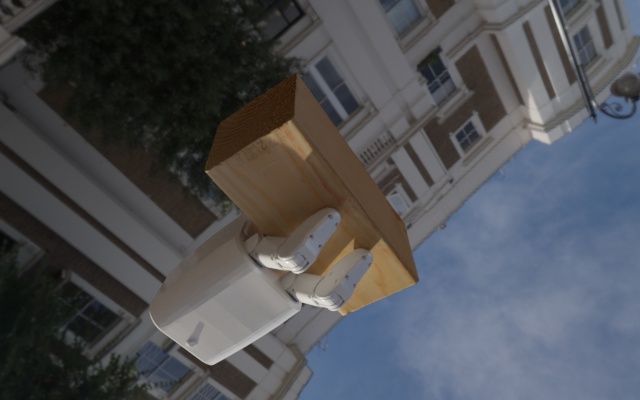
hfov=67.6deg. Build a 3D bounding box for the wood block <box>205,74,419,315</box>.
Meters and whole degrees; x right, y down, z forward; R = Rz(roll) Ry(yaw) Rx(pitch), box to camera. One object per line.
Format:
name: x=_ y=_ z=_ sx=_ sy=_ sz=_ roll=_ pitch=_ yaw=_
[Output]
wood block: x=0.000 y=0.002 z=0.447 sx=0.090 sy=0.206 sz=0.090 roll=-29 pitch=32 yaw=17
